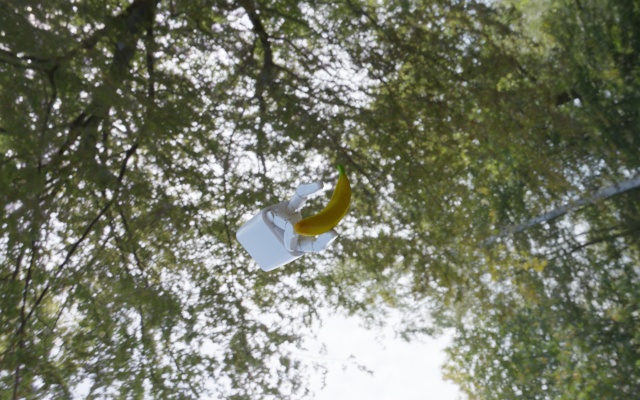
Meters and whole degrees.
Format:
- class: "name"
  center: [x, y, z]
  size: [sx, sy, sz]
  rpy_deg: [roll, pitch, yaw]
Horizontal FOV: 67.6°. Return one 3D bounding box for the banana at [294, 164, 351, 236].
- class: "banana"
  center: [0.014, 0.014, 0.863]
  size: [0.037, 0.069, 0.197]
  rpy_deg: [-32, 17, 42]
